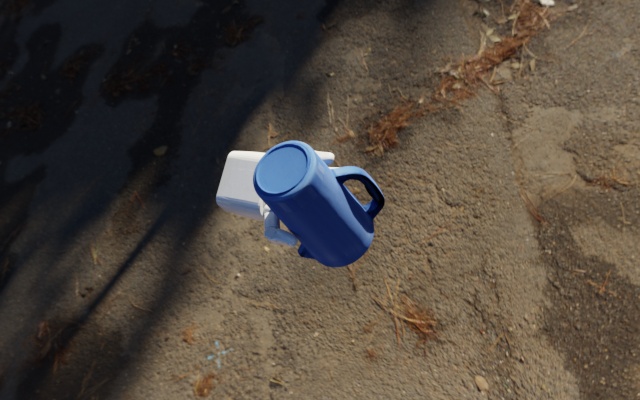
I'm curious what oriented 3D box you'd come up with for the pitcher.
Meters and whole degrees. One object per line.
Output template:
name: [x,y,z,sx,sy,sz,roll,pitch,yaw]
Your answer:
pitcher: [0.000,0.003,0.799,0.145,0.149,0.243,10,-23,31]
